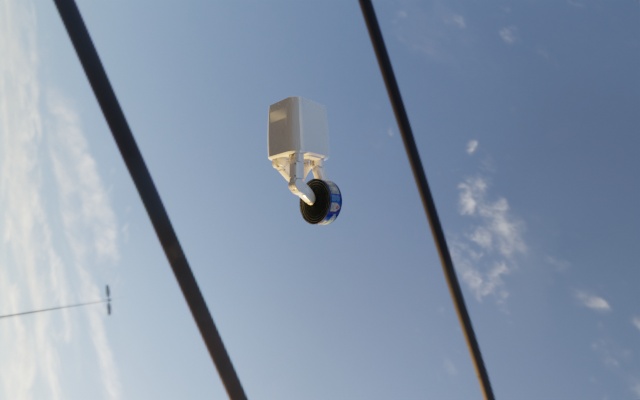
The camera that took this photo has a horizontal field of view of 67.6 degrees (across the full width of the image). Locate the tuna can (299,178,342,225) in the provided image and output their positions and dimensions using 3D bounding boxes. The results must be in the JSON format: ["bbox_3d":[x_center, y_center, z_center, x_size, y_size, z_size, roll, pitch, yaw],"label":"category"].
[{"bbox_3d":[0.001,0.003,0.895,0.034,0.086,0.086,6,-4,-42],"label":"tuna can"}]
